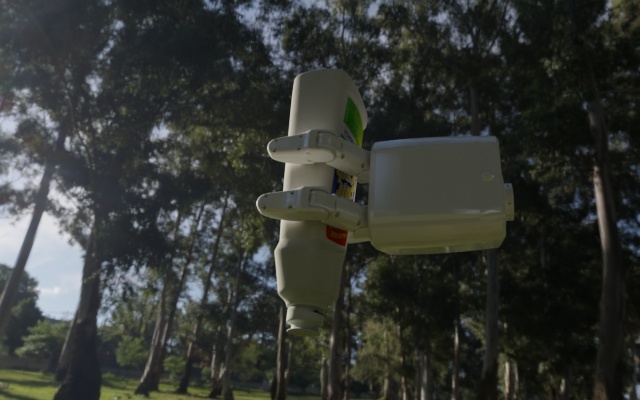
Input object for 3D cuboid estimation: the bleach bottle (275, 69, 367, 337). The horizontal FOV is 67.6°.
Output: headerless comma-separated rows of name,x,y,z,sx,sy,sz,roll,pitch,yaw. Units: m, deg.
bleach bottle,0.000,0.001,0.455,0.068,0.250,0.103,-4,-28,18
